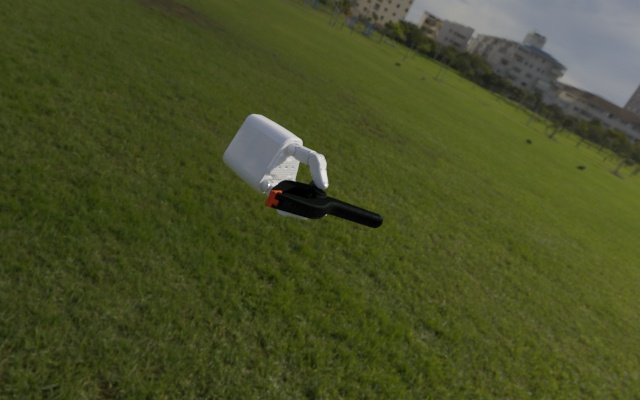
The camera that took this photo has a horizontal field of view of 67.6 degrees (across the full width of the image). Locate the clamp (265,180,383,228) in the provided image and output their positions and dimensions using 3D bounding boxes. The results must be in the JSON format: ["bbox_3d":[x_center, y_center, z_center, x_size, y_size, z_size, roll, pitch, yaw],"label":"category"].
[{"bbox_3d":[0.000,0.002,0.787,0.164,0.036,0.210,35,22,29],"label":"clamp"}]
